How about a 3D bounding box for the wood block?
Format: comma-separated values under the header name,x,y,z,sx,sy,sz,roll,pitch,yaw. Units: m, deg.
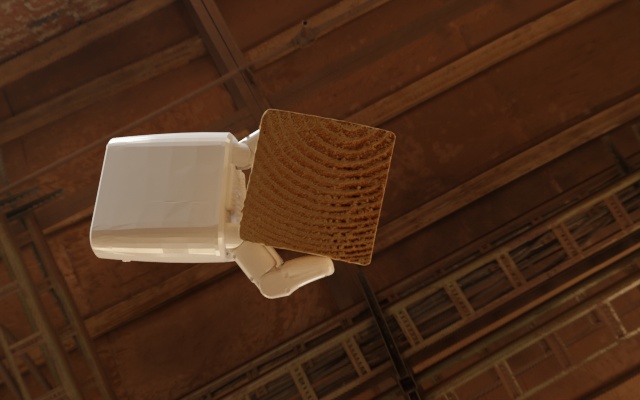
name,x,y,z,sx,sy,sz,roll,pitch,yaw
wood block,0.000,0.001,0.409,0.090,0.091,0.206,11,-6,2
